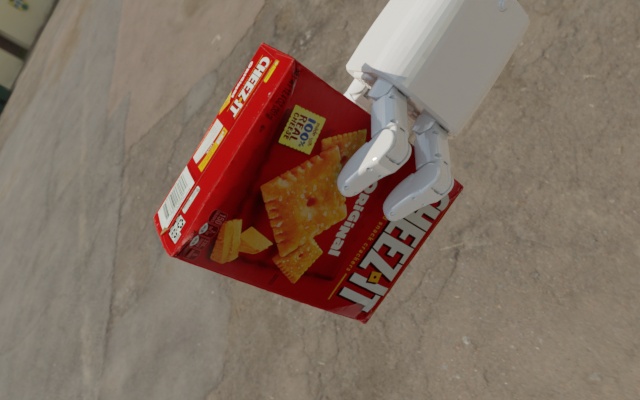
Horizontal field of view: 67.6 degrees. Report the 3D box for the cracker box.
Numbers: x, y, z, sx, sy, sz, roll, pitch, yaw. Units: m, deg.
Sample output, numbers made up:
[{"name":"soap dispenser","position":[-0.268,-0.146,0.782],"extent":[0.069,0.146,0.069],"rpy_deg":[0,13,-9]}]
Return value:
[{"name":"cracker box","position":[0.000,0.001,0.402],"extent":[0.214,0.164,0.072],"rpy_deg":[28,10,-36]}]
